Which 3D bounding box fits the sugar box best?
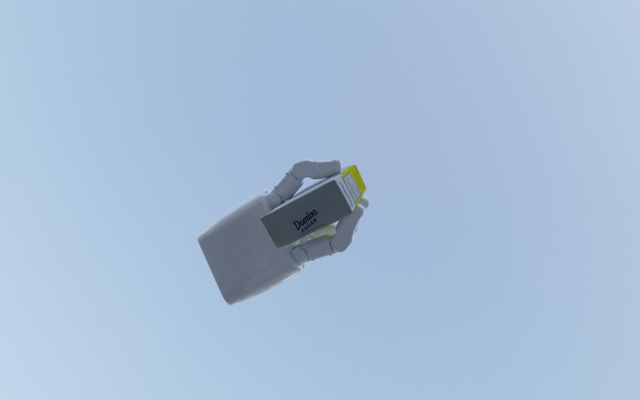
[{"bbox_3d":[0.000,0.002,0.571,0.093,0.048,0.176,-27,6,14],"label":"sugar box"}]
